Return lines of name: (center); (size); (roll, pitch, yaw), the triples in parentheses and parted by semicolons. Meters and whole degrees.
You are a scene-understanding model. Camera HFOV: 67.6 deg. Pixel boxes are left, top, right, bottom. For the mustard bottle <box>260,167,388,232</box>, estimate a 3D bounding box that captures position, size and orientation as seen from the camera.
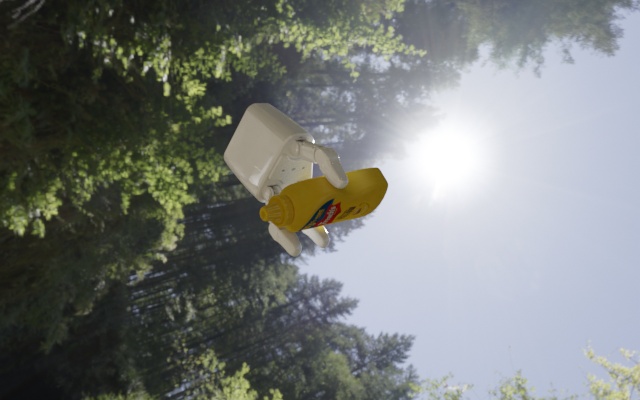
mustard bottle: (0.000, 0.002, 0.652); (0.191, 0.058, 0.096); (-11, -25, -41)
